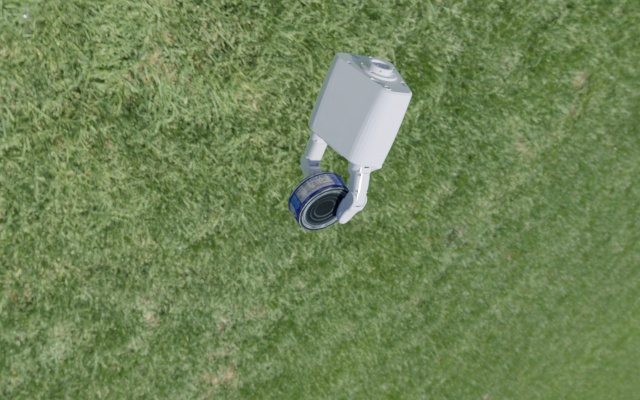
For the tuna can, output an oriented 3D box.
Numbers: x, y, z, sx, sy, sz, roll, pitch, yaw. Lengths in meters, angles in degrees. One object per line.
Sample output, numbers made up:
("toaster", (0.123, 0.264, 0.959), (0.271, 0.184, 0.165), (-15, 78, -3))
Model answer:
("tuna can", (0.000, 0.003, 0.668), (0.086, 0.086, 0.033), (0, 42, -38))
